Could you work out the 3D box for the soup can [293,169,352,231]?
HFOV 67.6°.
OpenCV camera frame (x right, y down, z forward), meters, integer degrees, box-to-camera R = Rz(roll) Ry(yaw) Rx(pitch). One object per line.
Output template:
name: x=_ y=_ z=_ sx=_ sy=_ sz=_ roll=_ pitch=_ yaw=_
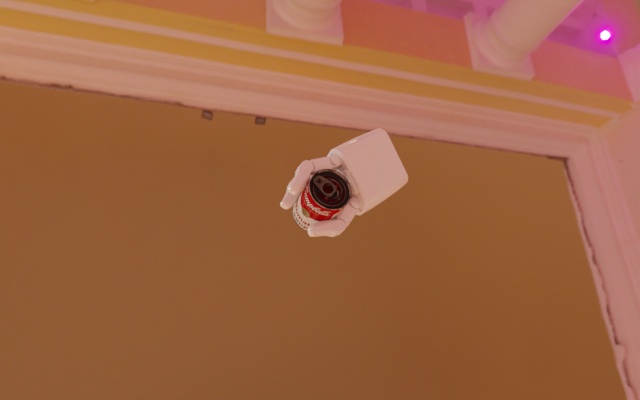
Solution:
soup can: x=0.000 y=0.003 z=0.757 sx=0.068 sy=0.068 sz=0.102 roll=0 pitch=-24 yaw=-19
